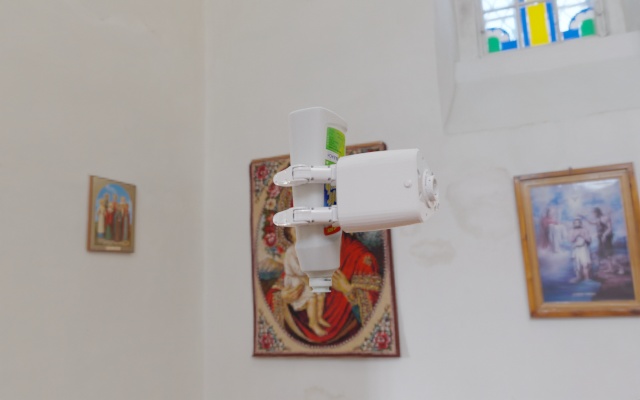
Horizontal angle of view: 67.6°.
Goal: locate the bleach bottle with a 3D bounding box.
[{"bbox_3d":[0.000,0.002,0.678,0.068,0.250,0.102,-6,-10,26],"label":"bleach bottle"}]
